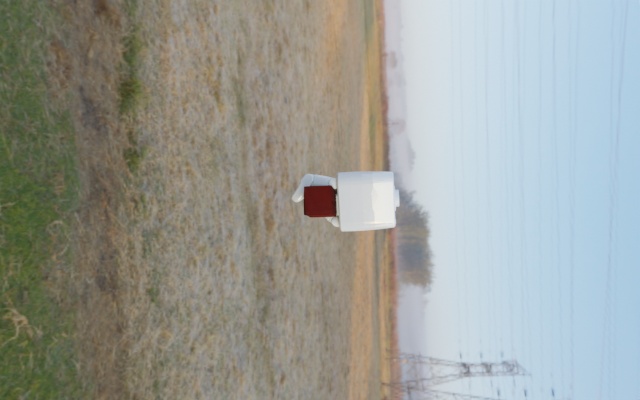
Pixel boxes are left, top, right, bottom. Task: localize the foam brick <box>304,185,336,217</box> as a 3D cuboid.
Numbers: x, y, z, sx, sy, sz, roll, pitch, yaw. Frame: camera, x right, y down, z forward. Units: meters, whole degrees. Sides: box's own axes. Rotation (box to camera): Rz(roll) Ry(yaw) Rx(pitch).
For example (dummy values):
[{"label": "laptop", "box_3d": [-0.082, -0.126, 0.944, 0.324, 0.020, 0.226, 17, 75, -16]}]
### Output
[{"label": "foam brick", "box_3d": [0.000, 0.003, 0.872, 0.051, 0.053, 0.078, -2, -5, 7]}]
